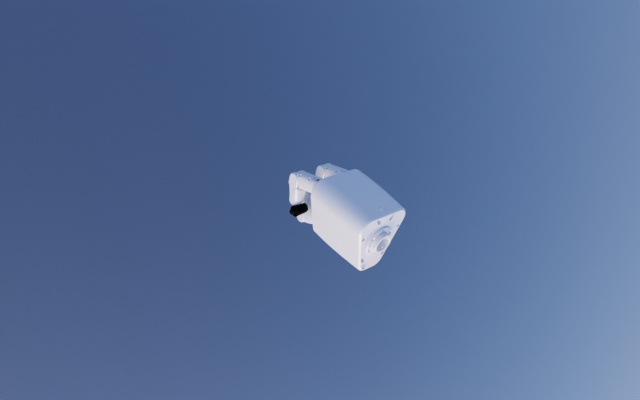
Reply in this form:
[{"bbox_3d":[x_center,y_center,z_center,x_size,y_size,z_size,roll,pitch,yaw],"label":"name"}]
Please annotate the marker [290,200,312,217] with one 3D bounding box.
[{"bbox_3d":[0.000,0.003,0.782,0.121,0.020,0.020,-19,12,-36],"label":"marker"}]
